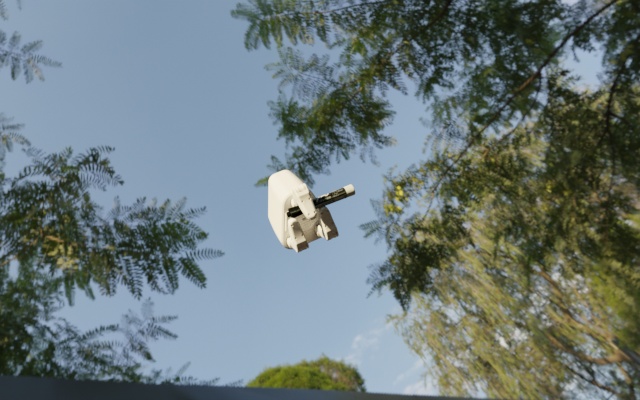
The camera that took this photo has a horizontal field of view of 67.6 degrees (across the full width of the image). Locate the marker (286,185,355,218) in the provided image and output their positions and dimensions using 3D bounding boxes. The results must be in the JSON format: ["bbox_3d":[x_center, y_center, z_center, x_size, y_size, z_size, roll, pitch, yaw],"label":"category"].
[{"bbox_3d":[0.000,0.003,0.792,0.121,0.020,0.020,-21,5,-13],"label":"marker"}]
